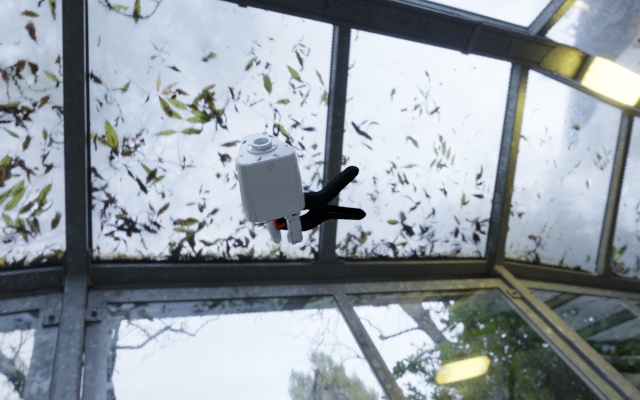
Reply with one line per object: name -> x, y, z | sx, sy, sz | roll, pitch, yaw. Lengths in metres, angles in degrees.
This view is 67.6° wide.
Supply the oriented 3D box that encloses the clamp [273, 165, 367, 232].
clamp -> 0.000, 0.002, 0.825 | 0.171, 0.120, 0.039 | -15, 36, -14
